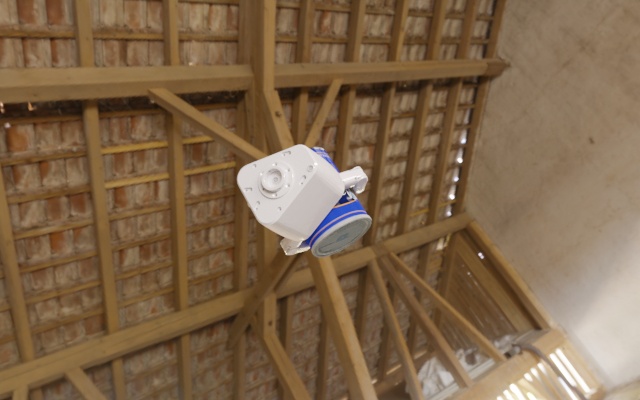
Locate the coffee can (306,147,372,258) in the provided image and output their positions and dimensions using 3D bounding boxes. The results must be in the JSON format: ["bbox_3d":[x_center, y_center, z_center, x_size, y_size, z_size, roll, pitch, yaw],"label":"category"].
[{"bbox_3d":[0.000,0.003,0.744,0.103,0.140,0.103,-27,-23,-13],"label":"coffee can"}]
